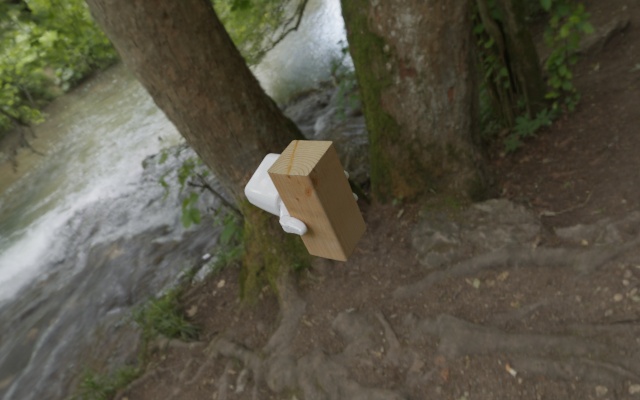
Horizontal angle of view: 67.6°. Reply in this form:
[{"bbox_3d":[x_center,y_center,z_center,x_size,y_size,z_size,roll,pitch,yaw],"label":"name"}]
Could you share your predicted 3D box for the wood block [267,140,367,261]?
[{"bbox_3d":[0.000,0.003,0.854,0.090,0.206,0.090,7,47,36],"label":"wood block"}]
